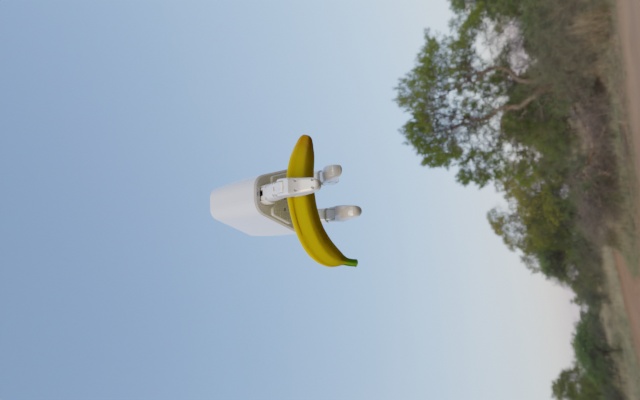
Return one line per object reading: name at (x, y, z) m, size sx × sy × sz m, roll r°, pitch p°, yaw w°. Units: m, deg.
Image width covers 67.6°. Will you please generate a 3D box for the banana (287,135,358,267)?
banana at (-0.012, 0.011, 0.649) m, size 0.069 × 0.198 × 0.037 m, roll -25°, pitch 9°, yaw -40°
